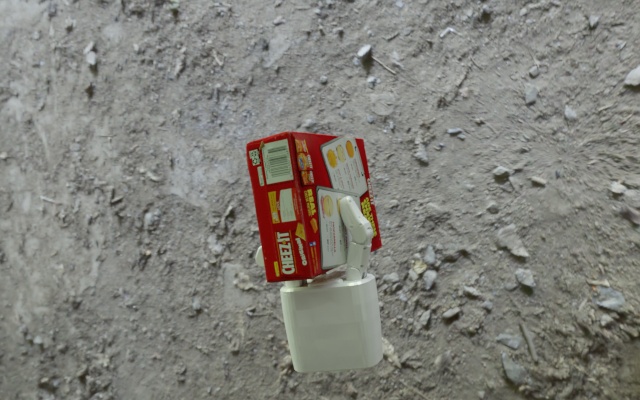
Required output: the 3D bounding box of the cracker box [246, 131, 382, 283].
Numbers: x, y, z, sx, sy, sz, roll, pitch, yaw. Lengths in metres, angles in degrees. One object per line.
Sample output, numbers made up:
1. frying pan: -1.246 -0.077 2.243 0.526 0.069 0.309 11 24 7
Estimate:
1. cracker box: 0.000 0.002 0.618 0.072 0.164 0.213 -10 0 27
